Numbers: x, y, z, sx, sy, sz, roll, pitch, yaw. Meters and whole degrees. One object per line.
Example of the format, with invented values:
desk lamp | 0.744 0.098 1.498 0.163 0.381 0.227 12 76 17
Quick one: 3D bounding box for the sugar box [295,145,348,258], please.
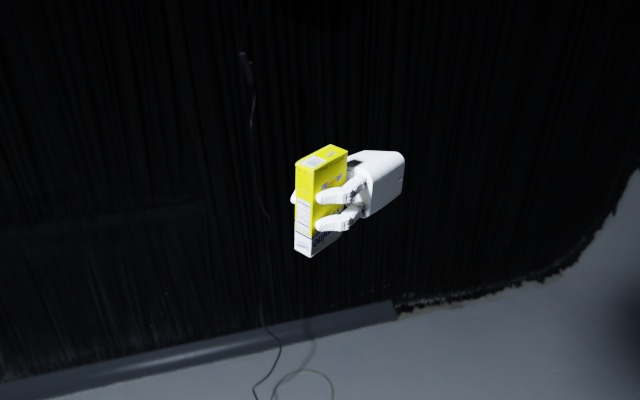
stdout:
sugar box | 0.001 0.003 0.821 0.048 0.176 0.093 24 39 34
